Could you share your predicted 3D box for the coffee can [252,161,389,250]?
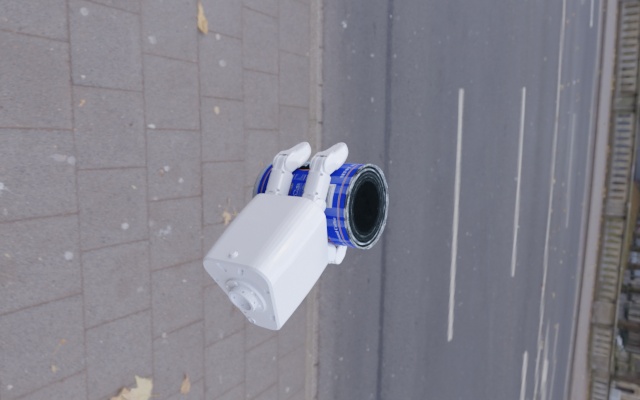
[{"bbox_3d":[0.000,0.002,0.602,0.140,0.103,0.103,6,3,34],"label":"coffee can"}]
